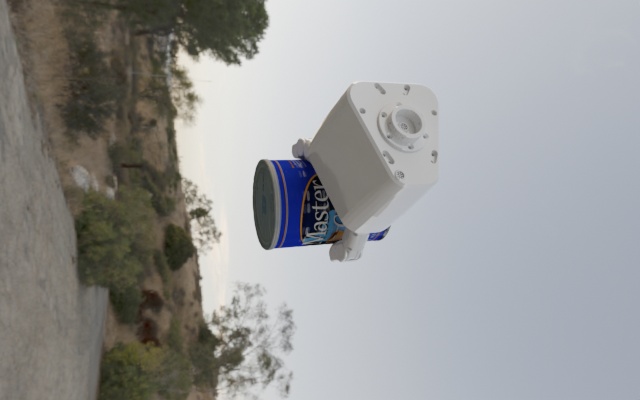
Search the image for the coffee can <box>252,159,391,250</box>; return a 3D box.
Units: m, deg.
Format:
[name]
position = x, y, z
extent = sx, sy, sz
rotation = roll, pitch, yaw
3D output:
[coffee can]
position = 0.000, 0.002, 0.560
extent = 0.140, 0.103, 0.103
rotation = -3, 1, -21
